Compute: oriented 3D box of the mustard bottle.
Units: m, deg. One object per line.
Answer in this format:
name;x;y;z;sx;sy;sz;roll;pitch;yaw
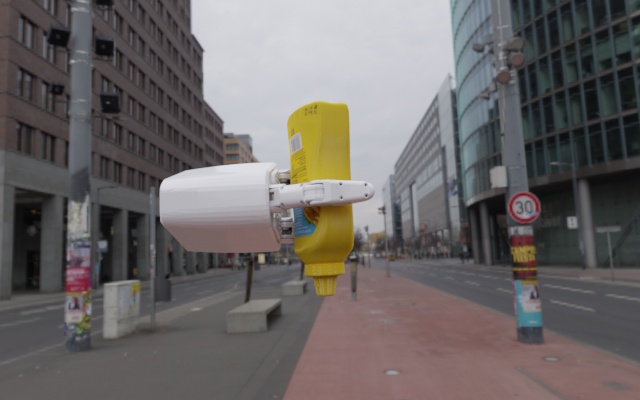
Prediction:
mustard bottle;0.000;0.001;0.495;0.058;0.191;0.096;0;-7;-23
